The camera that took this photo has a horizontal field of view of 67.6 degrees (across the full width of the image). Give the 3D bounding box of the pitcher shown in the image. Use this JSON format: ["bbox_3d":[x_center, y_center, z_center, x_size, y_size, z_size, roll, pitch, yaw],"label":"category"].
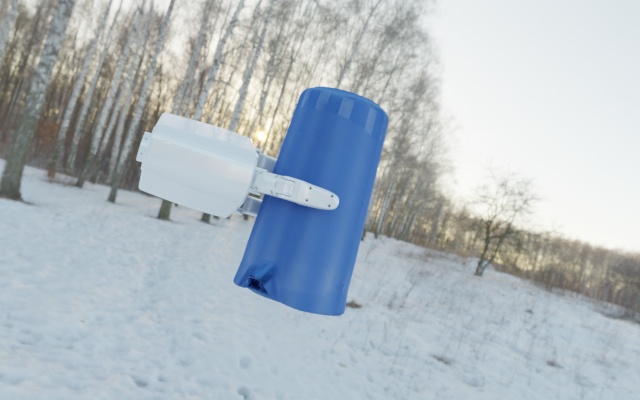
[{"bbox_3d":[0.000,0.002,0.563,0.145,0.243,0.149,17,-2,-17],"label":"pitcher"}]
